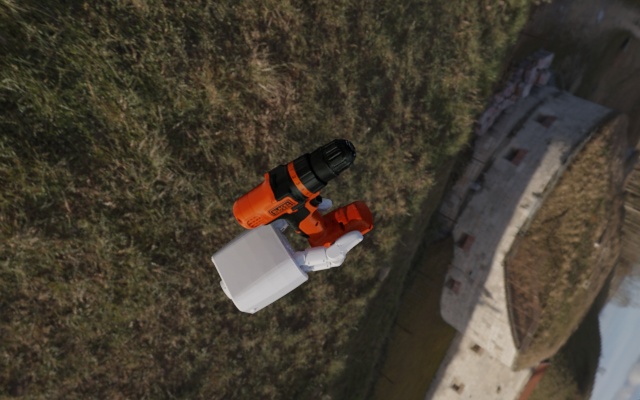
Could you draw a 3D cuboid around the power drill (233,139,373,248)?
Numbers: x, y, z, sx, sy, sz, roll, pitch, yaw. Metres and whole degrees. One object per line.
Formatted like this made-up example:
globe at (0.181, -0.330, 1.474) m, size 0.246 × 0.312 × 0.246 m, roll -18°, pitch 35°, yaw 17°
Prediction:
power drill at (0.000, 0.003, 0.669) m, size 0.184 × 0.057 × 0.188 m, roll -29°, pitch -37°, yaw 19°
